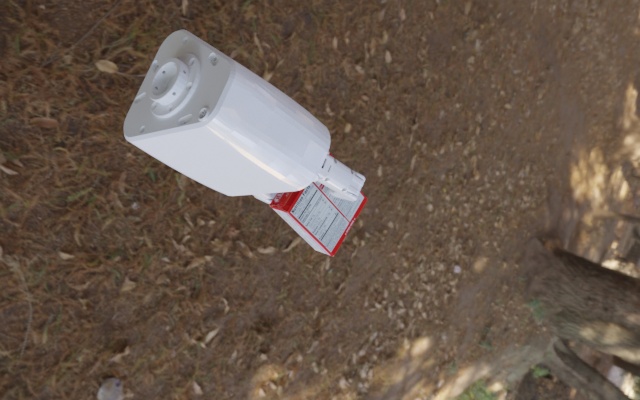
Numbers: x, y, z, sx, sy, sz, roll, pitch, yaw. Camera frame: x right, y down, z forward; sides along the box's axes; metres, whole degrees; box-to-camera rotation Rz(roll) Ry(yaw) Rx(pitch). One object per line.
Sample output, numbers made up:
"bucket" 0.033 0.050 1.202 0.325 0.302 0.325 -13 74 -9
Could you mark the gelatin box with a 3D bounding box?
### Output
"gelatin box" 0.001 0.002 0.470 0.030 0.073 0.089 15 -23 44
